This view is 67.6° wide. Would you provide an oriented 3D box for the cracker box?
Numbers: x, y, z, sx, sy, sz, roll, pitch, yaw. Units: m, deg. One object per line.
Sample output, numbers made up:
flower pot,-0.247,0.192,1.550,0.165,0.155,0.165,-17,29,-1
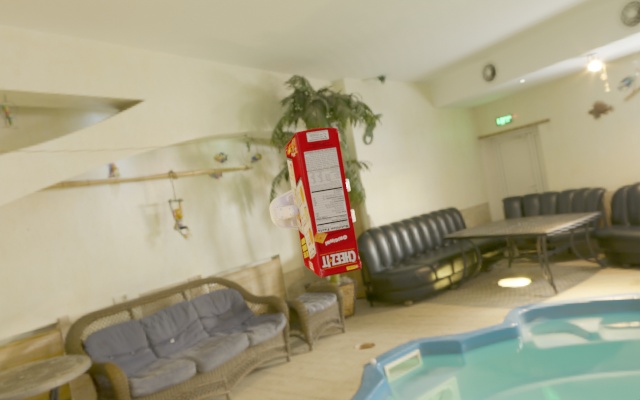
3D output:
cracker box,0.000,0.002,0.761,0.072,0.213,0.164,-10,0,-10
